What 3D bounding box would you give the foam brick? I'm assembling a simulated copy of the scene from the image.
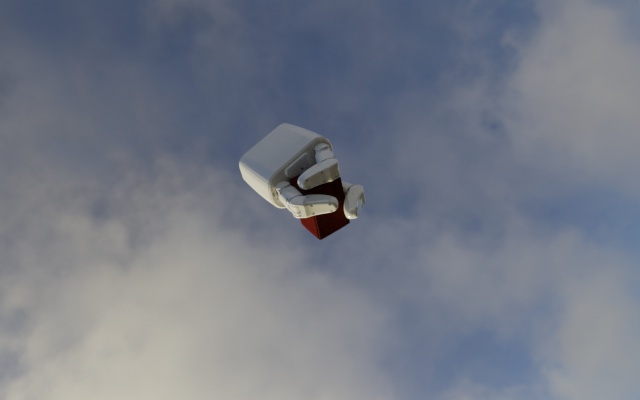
[{"bbox_3d":[0.000,0.002,0.650,0.053,0.078,0.051,-27,34,-22],"label":"foam brick"}]
